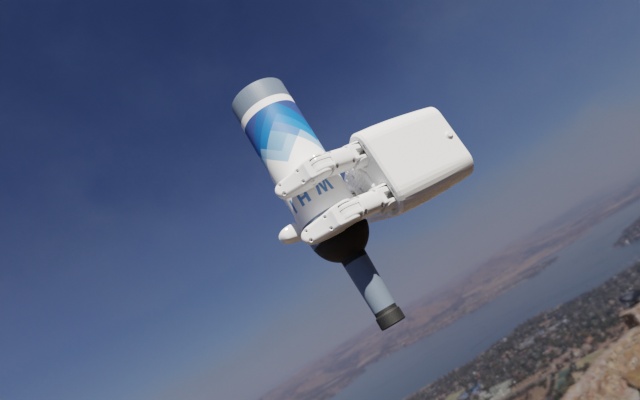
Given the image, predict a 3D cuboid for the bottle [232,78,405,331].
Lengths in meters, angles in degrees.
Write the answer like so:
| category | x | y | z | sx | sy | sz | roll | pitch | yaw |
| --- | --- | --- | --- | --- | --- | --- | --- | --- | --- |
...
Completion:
| category | x | y | z | sx | sy | sz | roll | pitch | yaw |
| --- | --- | --- | --- | --- | --- | --- | --- | --- | --- |
| bottle | 0.000 | 0.002 | 0.514 | 0.069 | 0.295 | 0.069 | -28 | -16 | -9 |
